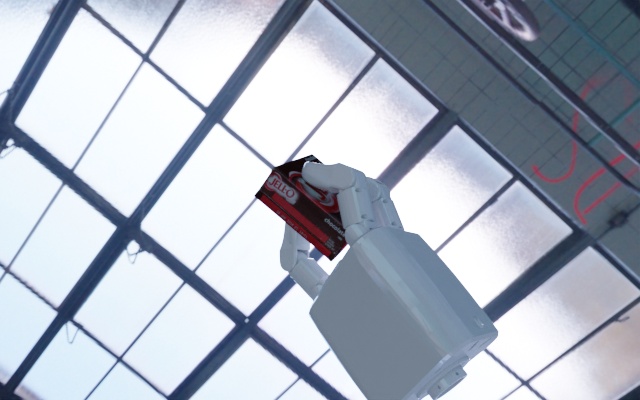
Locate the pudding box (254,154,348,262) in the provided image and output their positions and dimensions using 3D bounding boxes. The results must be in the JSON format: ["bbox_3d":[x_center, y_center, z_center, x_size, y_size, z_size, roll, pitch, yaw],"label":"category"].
[{"bbox_3d":[0.000,0.002,0.449,0.090,0.039,0.113,41,17,5],"label":"pudding box"}]
